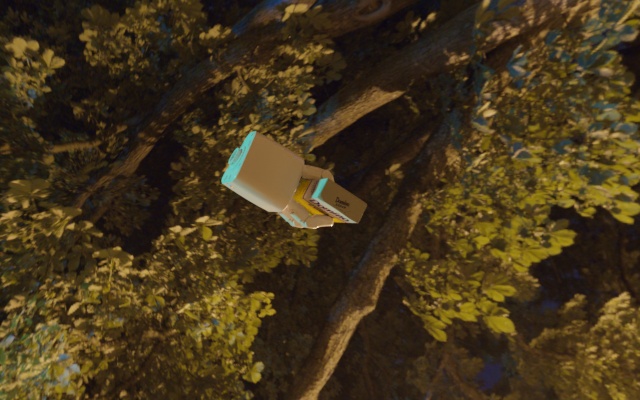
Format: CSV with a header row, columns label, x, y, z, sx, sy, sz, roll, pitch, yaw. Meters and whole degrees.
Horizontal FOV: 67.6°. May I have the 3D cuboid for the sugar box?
label,x,y,z,sx,sy,sz,roll,pitch,yaw
sugar box,0.000,0.003,0.889,0.093,0.048,0.176,33,-12,-22
